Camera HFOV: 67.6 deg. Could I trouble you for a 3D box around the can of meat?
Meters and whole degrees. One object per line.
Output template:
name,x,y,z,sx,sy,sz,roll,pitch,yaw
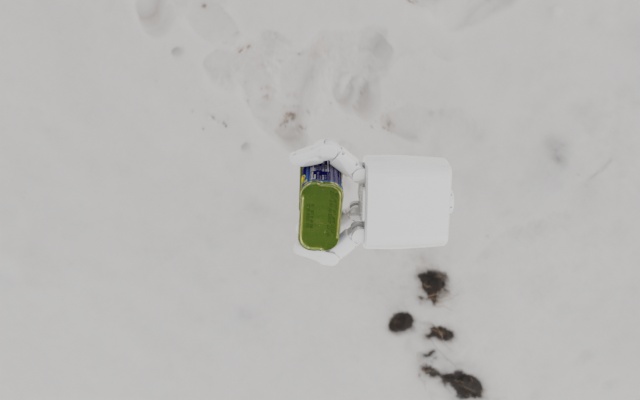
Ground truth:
can of meat,0.000,0.002,0.608,0.057,0.102,0.084,3,29,-1
